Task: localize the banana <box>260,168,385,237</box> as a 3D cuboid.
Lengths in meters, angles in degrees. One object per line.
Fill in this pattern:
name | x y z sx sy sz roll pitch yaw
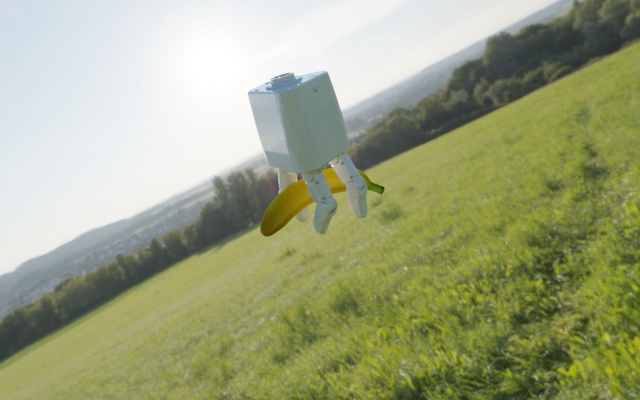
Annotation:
banana | -0.007 -0.008 0.676 0.198 0.037 0.069 -21 41 -23
